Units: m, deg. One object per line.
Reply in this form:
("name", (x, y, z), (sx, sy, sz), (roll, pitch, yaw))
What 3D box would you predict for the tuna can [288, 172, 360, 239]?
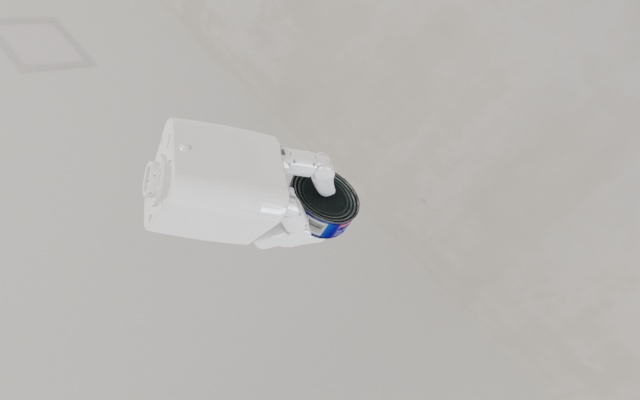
("tuna can", (0.000, 0.002, 0.554), (0.086, 0.086, 0.034), (0, -40, -33))
